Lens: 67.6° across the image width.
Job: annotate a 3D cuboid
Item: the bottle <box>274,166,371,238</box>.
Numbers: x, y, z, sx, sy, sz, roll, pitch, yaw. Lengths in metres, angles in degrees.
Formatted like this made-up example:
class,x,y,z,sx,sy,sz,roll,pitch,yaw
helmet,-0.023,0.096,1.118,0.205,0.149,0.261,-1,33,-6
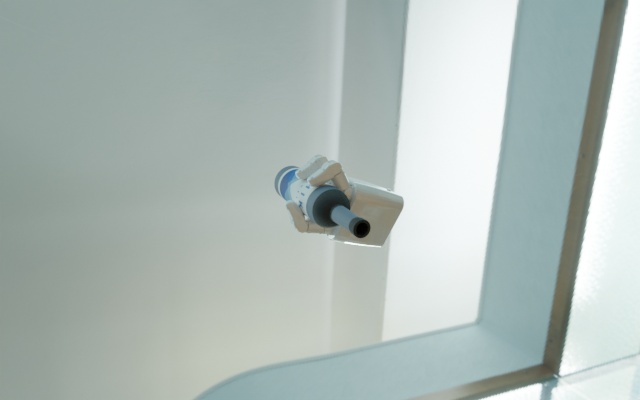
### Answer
class,x,y,z,sx,sy,sz,roll,pitch,yaw
bottle,0.000,0.003,0.792,0.069,0.069,0.295,0,15,-24
